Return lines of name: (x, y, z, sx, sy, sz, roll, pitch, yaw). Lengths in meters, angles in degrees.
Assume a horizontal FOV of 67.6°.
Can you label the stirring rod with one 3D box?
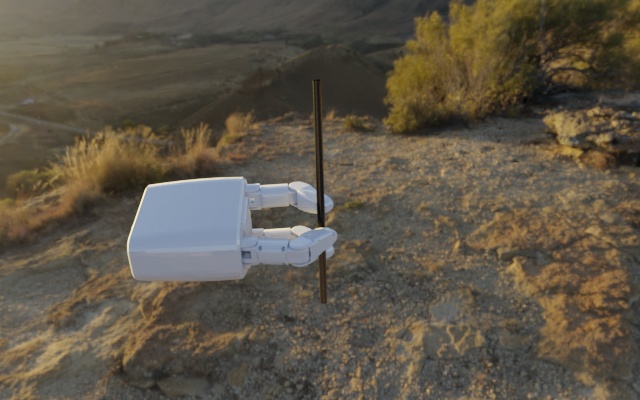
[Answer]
stirring rod: (0.000, 0.002, 0.479, 0.011, 0.240, 0.011, -1, 24, 1)
